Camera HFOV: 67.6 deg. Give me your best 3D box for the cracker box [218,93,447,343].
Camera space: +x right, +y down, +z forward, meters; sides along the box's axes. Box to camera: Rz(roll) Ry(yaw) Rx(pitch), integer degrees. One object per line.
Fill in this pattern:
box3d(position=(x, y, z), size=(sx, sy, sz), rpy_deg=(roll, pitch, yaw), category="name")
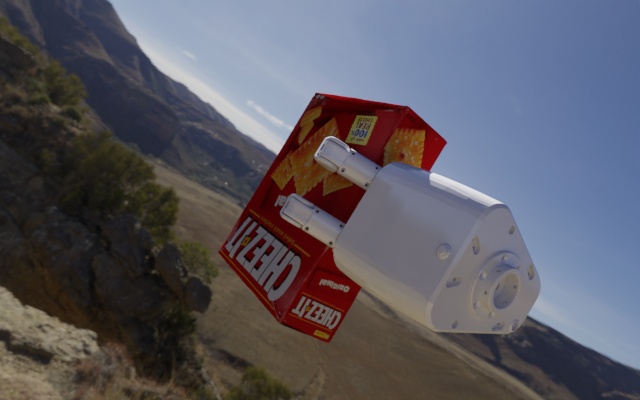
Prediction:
box3d(position=(0.000, 0.001, 0.477), size=(0.072, 0.213, 0.164), rpy_deg=(33, -2, -34), category="cracker box")
